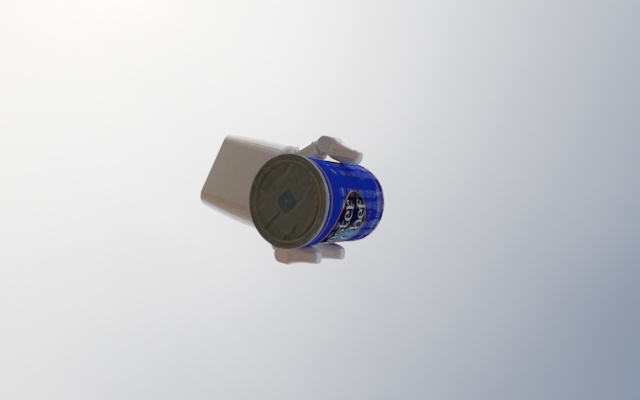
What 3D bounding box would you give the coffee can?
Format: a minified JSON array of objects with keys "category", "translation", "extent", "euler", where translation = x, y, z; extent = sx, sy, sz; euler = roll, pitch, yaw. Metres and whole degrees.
[{"category":"coffee can","translation":[0.000,0.002,0.566],"extent":[0.103,0.103,0.140],"euler":[0,-1,33]}]
